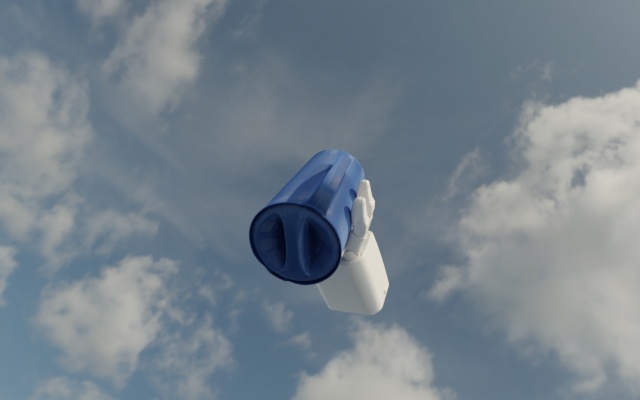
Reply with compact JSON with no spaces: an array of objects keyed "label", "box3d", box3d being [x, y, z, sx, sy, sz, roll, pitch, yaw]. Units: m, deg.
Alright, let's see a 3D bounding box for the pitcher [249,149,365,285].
[{"label":"pitcher","box3d":[0.000,0.003,0.741,0.149,0.145,0.242,-12,23,23]}]
